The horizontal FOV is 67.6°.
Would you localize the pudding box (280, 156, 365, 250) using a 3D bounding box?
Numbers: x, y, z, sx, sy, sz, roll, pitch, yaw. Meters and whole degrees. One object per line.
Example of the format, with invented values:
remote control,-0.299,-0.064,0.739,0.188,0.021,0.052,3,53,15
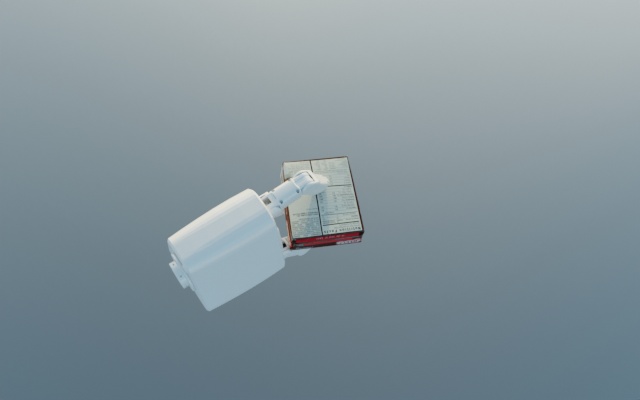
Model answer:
pudding box,0.000,0.002,0.598,0.090,0.113,0.039,-5,-26,-8
